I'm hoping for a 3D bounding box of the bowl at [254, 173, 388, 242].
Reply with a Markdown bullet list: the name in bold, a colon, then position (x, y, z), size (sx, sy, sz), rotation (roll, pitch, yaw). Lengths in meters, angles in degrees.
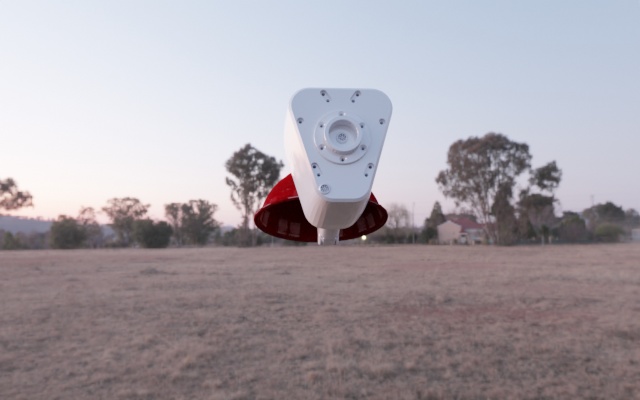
- **bowl**: position (0.000, 0.002, 0.587), size (0.162, 0.055, 0.162), rotation (-1, -23, -1)
